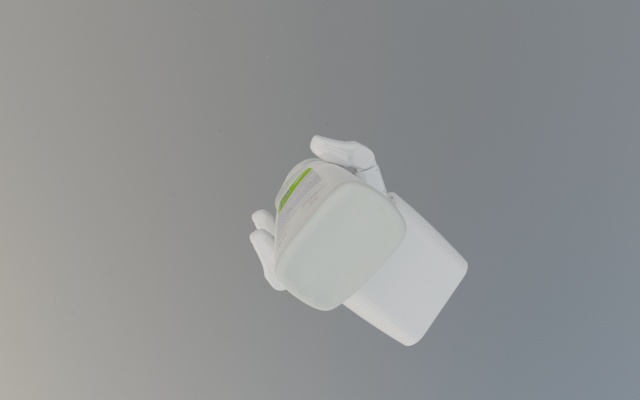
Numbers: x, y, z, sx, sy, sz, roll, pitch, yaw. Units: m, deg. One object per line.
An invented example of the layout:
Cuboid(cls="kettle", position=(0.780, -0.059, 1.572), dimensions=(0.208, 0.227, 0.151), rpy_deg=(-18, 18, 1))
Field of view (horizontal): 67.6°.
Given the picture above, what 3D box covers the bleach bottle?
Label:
Cuboid(cls="bleach bottle", position=(0.000, 0.002, 0.457), dimensions=(0.068, 0.102, 0.250), rpy_deg=(39, 9, -15))
